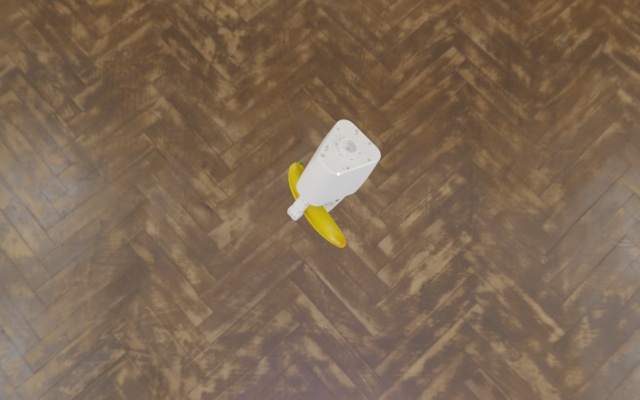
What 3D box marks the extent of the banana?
[{"bbox_3d":[-0.014,0.000,0.877,0.069,0.197,0.037,0,-34,-48],"label":"banana"}]
